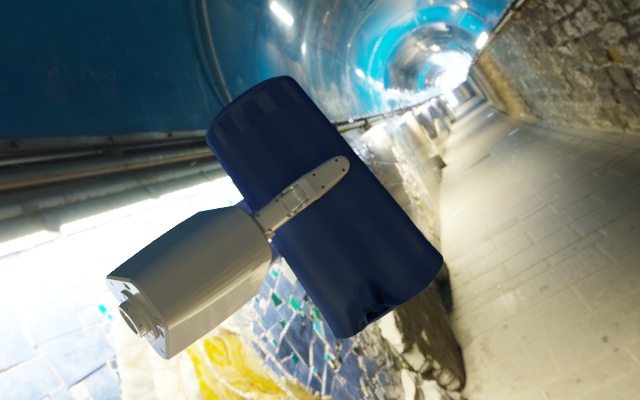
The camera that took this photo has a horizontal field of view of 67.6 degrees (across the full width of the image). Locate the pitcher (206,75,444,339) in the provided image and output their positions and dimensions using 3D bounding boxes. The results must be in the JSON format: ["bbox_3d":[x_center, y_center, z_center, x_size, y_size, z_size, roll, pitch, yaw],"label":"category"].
[{"bbox_3d":[0.000,0.002,0.484,0.145,0.243,0.149,-37,1,-31],"label":"pitcher"}]
